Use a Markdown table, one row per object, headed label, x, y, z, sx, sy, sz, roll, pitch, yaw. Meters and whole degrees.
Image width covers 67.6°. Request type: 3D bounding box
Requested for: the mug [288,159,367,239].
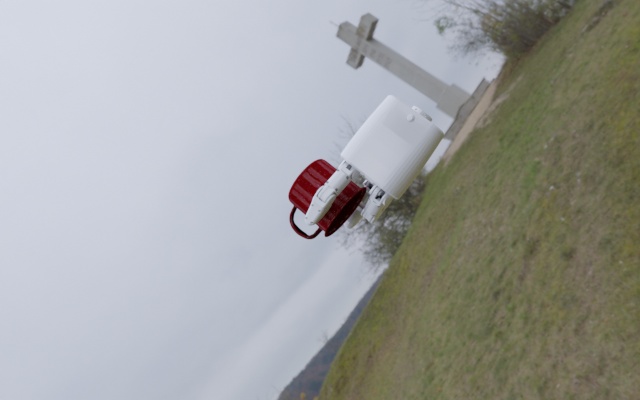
| label | x | y | z | sx | sy | sz | roll | pitch | yaw |
| --- | --- | --- | --- | --- | --- | --- | --- | --- | --- |
| mug | -0.001 | 0.003 | 0.703 | 0.081 | 0.117 | 0.093 | 40 | 8 | 14 |
